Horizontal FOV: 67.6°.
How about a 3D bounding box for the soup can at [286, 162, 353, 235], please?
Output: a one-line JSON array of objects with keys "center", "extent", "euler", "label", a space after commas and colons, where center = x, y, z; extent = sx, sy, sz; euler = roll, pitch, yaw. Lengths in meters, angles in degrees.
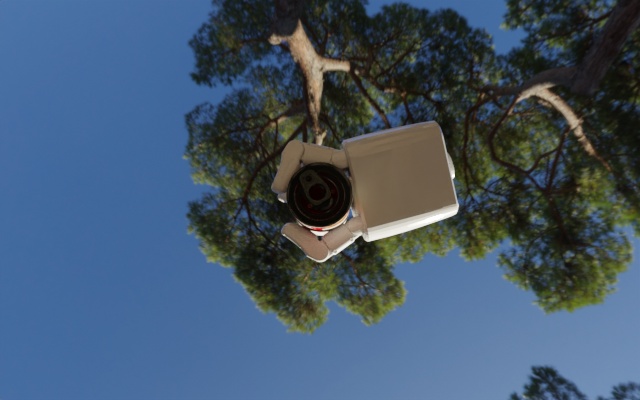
[{"center": [0.000, 0.002, 0.532], "extent": [0.068, 0.068, 0.102], "euler": [0, -9, 1], "label": "soup can"}]
